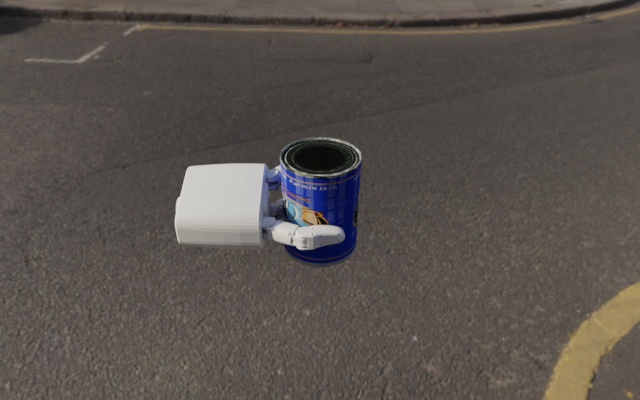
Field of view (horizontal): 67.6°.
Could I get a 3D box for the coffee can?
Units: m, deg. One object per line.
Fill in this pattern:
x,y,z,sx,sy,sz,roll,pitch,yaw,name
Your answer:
0.000,0.002,0.629,0.103,0.140,0.102,0,34,0,coffee can
